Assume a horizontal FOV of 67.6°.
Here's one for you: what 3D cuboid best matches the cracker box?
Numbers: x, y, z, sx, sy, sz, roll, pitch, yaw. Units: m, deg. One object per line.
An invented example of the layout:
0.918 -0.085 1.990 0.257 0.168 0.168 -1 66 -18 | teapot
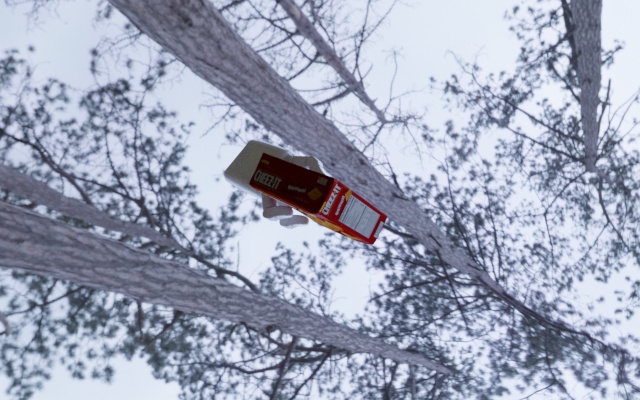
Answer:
0.000 0.003 0.861 0.164 0.072 0.214 22 -6 36 | cracker box
